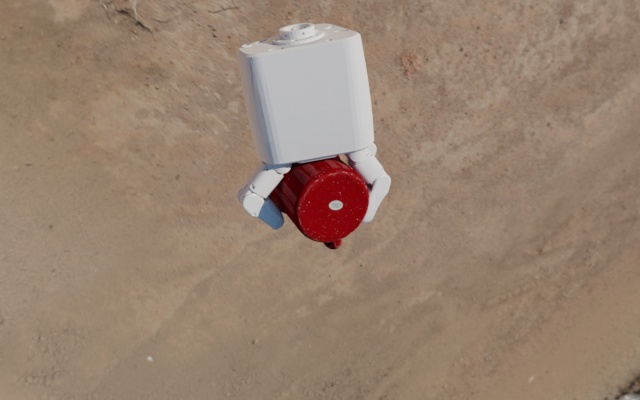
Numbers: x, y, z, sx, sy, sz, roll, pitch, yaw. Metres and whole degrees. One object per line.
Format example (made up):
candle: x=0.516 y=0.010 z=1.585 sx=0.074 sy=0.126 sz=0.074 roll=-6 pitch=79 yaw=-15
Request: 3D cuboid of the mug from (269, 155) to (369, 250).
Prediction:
mug: x=0.000 y=0.003 z=0.506 sx=0.093 sy=0.117 sz=0.081 roll=-19 pitch=31 yaw=-16
